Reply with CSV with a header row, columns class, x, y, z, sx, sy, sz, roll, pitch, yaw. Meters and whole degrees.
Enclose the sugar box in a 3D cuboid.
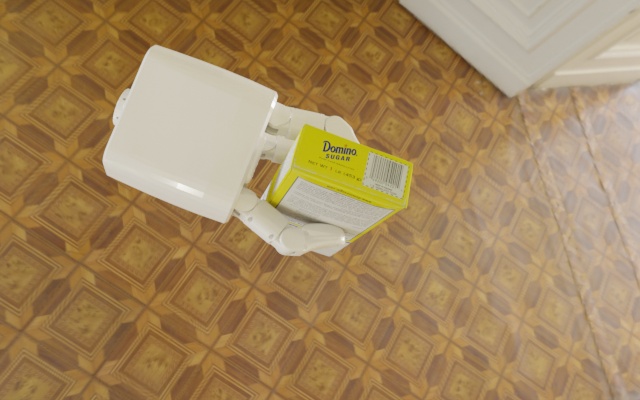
class,x,y,z,sx,sy,sz,roll,pitch,yaw
sugar box,0.000,0.001,0.428,0.093,0.048,0.176,20,-20,-12
